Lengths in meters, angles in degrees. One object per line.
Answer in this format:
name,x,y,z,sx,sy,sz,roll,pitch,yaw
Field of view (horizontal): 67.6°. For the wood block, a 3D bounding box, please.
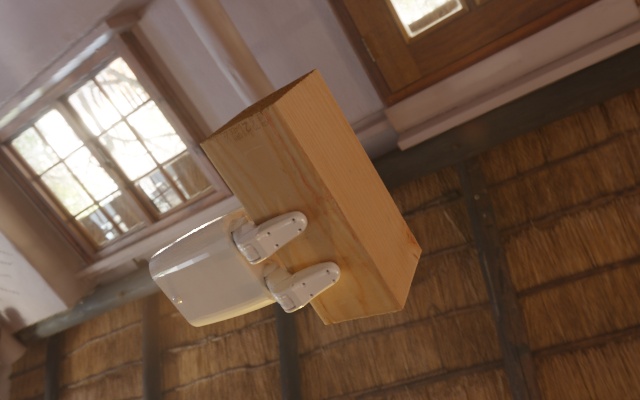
wood block,0.000,0.001,0.437,0.090,0.206,0.090,-20,21,33
